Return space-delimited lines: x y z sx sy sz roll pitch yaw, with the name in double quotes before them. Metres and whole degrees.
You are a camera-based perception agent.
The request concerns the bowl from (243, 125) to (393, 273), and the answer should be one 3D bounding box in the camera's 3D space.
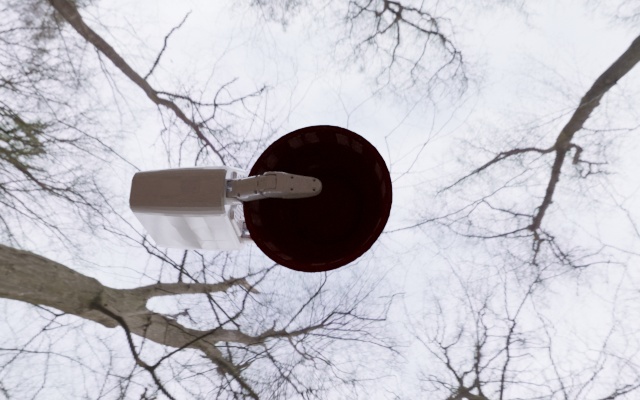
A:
"bowl" 0.001 0.002 0.520 0.162 0.162 0.055 0 -16 14
